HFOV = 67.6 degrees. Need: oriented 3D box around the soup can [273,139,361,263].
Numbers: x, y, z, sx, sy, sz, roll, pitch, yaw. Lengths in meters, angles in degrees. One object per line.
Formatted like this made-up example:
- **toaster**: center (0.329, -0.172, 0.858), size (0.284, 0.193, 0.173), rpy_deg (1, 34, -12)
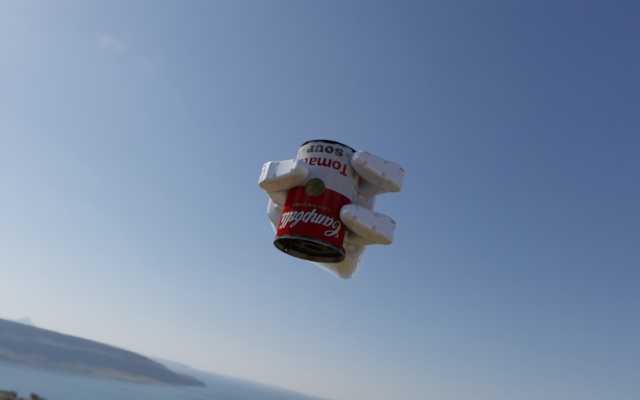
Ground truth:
- **soup can**: center (0.000, 0.001, 0.459), size (0.068, 0.102, 0.068), rpy_deg (11, -22, 5)
